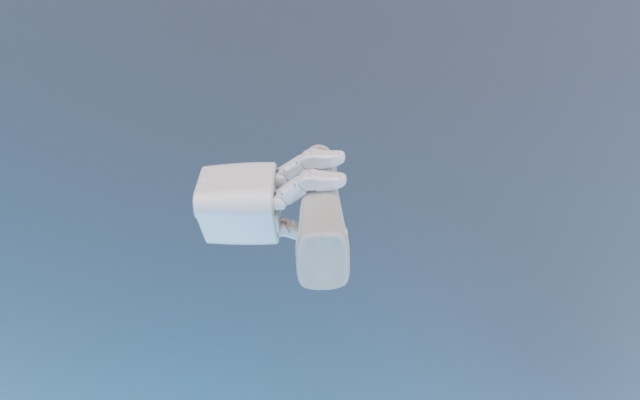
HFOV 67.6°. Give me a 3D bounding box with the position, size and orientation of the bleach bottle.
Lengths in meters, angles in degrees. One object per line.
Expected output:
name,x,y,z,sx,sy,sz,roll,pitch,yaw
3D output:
bleach bottle,0.000,0.002,0.685,0.068,0.103,0.250,-2,37,0
